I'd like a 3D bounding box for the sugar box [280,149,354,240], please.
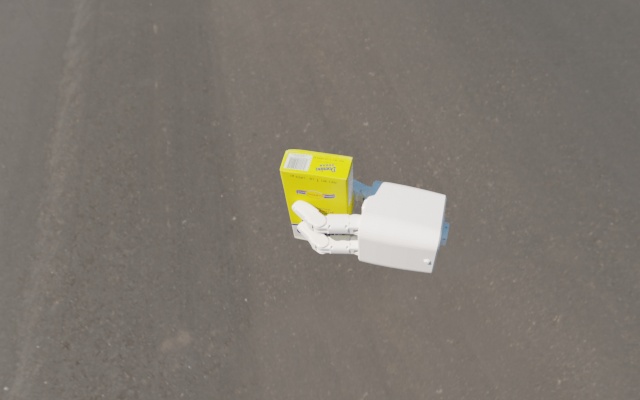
[{"bbox_3d":[0.000,0.003,0.693,0.093,0.048,0.176,9,-36,12],"label":"sugar box"}]
